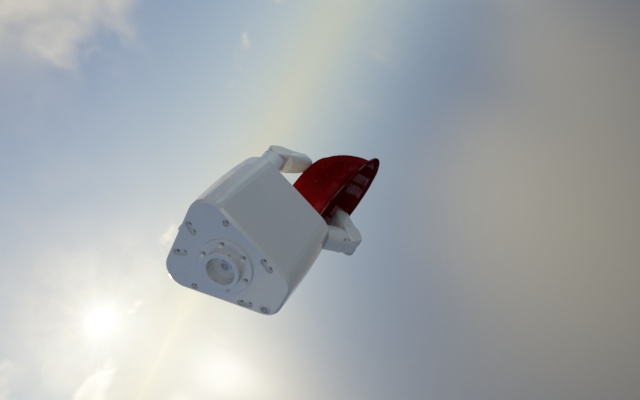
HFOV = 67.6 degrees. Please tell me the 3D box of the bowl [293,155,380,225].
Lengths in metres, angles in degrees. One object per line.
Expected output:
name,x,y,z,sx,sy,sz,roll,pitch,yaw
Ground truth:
bowl,0.000,0.002,0.565,0.055,0.162,0.162,38,10,13
